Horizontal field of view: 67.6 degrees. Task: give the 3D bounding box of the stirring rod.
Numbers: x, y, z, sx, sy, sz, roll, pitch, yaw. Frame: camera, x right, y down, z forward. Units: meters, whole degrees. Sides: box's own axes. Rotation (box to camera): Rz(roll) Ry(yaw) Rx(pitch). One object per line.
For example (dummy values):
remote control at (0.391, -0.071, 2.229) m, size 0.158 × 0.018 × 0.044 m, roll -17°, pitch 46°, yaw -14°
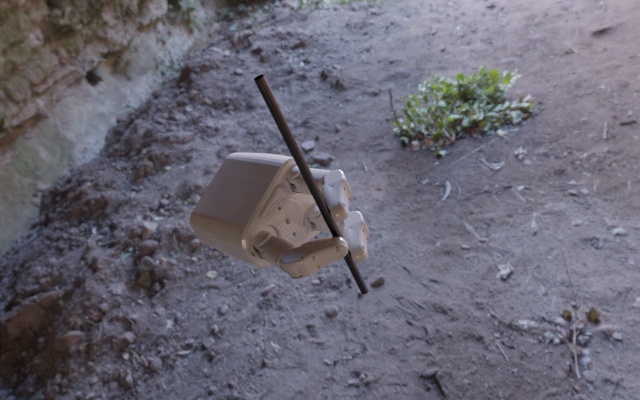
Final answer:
stirring rod at (0.000, 0.001, 0.409) m, size 0.011 × 0.240 × 0.011 m, roll -17°, pitch 35°, yaw 13°
